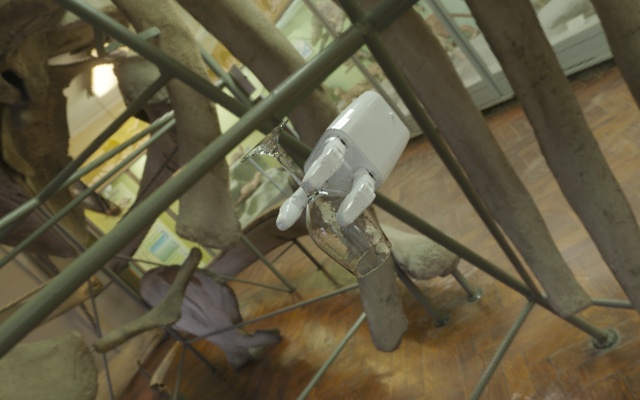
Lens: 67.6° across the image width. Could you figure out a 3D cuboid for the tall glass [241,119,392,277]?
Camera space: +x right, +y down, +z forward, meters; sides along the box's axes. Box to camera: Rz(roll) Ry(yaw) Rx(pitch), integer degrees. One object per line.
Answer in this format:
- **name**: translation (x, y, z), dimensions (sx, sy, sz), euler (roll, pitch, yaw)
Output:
- **tall glass**: translation (0.000, 0.001, 0.574), dimensions (0.079, 0.201, 0.079), euler (-39, 13, 11)
